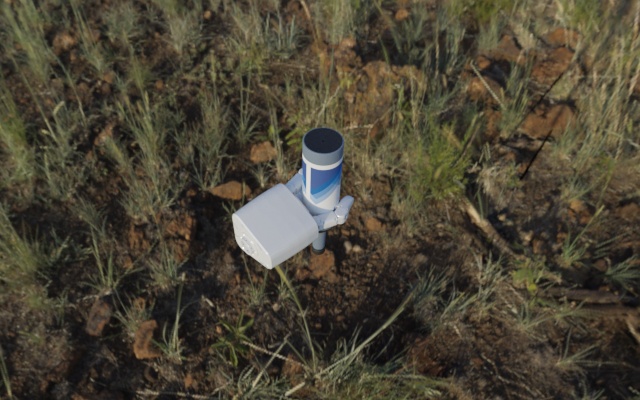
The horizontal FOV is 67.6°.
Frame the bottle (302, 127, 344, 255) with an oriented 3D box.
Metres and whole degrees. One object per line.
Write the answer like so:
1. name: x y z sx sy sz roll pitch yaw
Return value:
1. bottle: 0.000 0.003 0.869 0.069 0.069 0.296 0 -42 -2
